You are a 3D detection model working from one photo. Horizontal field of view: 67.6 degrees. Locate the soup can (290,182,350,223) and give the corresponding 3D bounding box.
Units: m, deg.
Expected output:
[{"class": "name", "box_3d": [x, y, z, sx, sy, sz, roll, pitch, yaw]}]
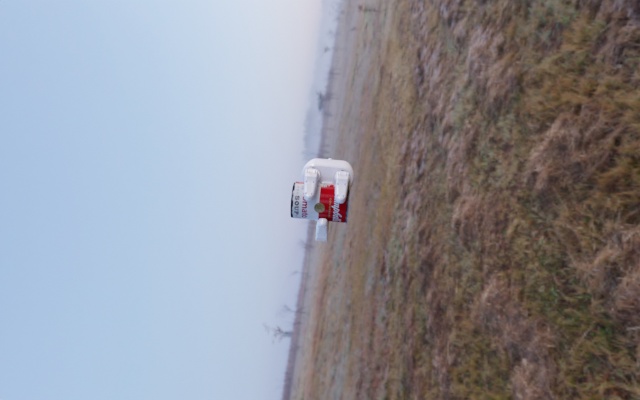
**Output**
[{"class": "soup can", "box_3d": [0.000, 0.003, 0.861, 0.102, 0.068, 0.068, 5, 0, 2]}]
